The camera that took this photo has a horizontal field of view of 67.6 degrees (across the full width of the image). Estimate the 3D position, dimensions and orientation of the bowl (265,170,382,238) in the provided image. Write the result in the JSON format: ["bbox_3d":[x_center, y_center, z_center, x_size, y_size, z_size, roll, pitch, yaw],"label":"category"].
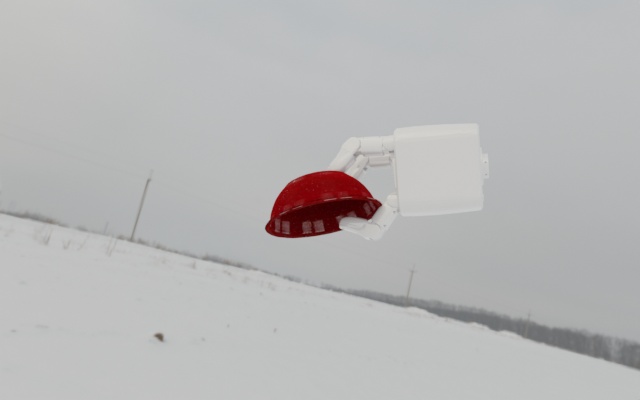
[{"bbox_3d":[-0.001,0.002,0.654,0.162,0.055,0.162,-11,-18,-4],"label":"bowl"}]
